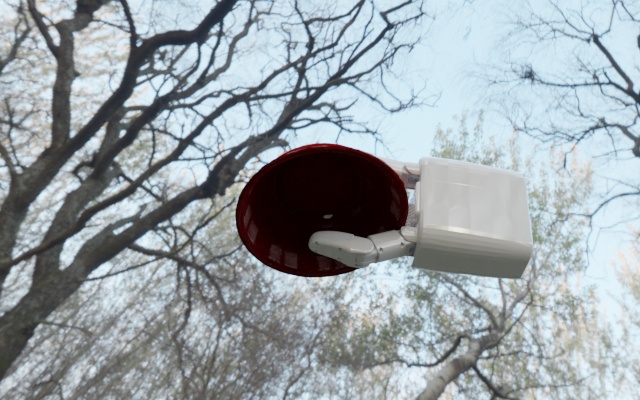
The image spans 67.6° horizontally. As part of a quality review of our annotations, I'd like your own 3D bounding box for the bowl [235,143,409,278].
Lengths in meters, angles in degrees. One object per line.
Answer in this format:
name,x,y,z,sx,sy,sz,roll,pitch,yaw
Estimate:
bowl,-0.001,0.001,0.462,0.162,0.162,0.055,0,40,-7
